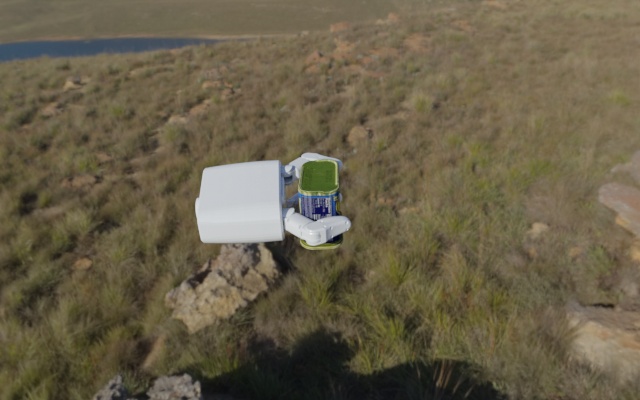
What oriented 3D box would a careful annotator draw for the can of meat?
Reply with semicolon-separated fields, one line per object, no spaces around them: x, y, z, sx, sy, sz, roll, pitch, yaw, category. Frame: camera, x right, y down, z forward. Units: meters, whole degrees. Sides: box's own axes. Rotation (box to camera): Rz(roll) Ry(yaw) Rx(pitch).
0.000;0.002;0.639;0.057;0.084;0.102;-2;30;2;can of meat
